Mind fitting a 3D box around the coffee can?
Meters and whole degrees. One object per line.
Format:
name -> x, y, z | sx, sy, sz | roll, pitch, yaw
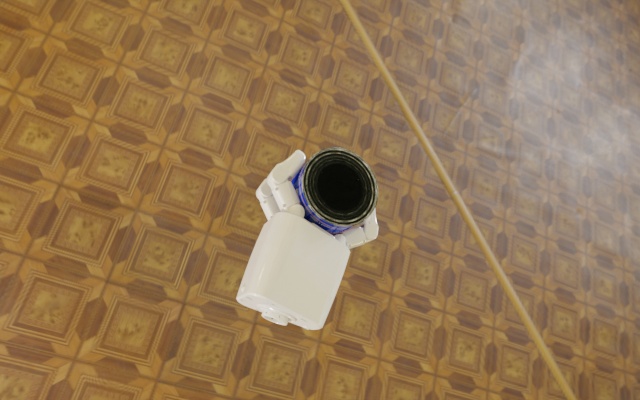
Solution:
coffee can -> 0.000, 0.002, 0.645 | 0.103, 0.102, 0.140 | 0, -17, -22
